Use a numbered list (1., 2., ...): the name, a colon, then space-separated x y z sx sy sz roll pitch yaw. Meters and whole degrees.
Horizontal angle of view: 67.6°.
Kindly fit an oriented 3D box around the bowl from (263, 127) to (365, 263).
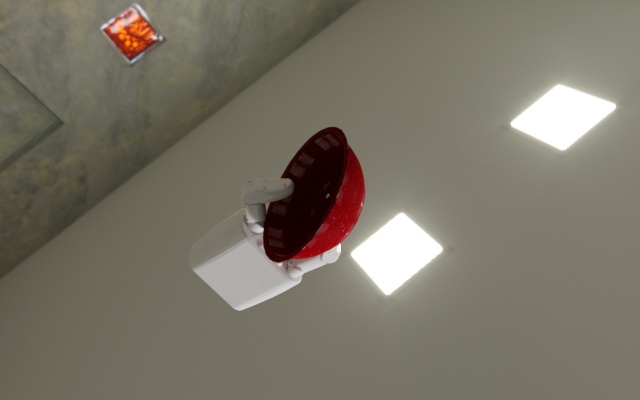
1. bowl: 0.001 0.001 0.530 0.055 0.162 0.162 26 -12 -25
